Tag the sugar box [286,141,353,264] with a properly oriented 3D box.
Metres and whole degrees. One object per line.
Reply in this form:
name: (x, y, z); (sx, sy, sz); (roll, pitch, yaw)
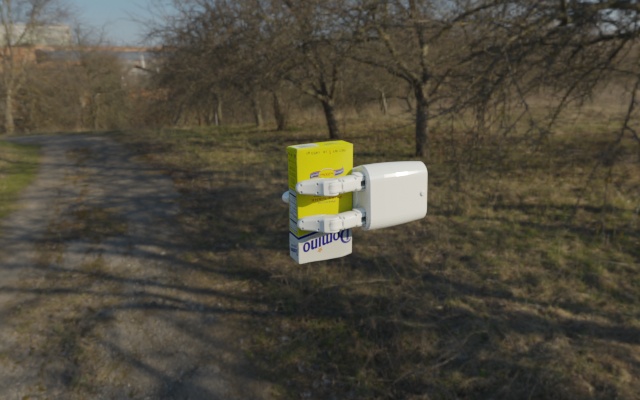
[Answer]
sugar box: (0.000, 0.002, 0.721); (0.093, 0.176, 0.048); (-8, 16, -23)
